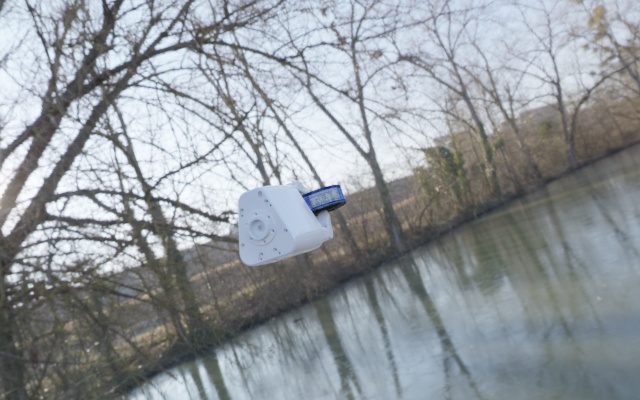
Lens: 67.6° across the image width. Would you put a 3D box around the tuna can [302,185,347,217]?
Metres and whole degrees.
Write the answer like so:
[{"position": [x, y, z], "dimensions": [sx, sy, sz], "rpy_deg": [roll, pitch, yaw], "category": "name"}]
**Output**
[{"position": [0.000, 0.002, 0.831], "dimensions": [0.086, 0.033, 0.086], "rpy_deg": [-19, -9, -3], "category": "tuna can"}]
